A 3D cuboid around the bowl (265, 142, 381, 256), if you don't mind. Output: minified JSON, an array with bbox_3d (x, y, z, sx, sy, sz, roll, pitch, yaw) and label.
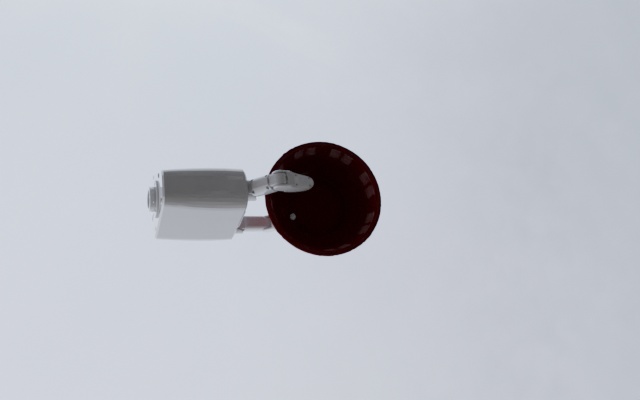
[{"bbox_3d":[0.001,0.003,0.667,0.162,0.162,0.055,0,-16,-12],"label":"bowl"}]
